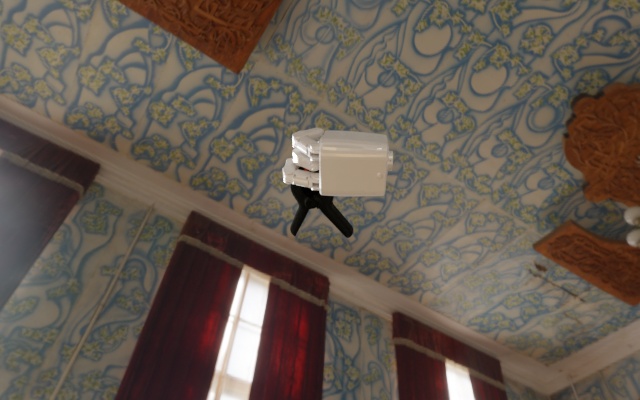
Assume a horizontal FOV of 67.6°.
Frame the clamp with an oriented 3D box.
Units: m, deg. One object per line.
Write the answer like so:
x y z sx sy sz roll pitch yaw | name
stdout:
0.000 0.002 0.852 0.120 0.172 0.039 4 39 7 | clamp
